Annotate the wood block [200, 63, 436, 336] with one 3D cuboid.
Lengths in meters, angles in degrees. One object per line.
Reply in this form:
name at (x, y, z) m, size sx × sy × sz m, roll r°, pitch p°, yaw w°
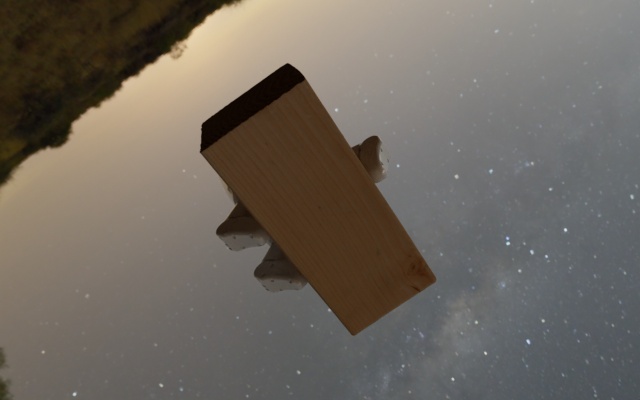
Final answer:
wood block at (0.000, 0.001, 0.403) m, size 0.091 × 0.206 × 0.090 m, roll -35°, pitch 26°, yaw 3°
